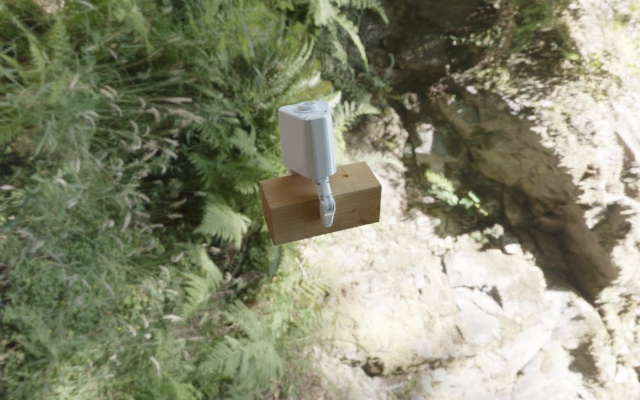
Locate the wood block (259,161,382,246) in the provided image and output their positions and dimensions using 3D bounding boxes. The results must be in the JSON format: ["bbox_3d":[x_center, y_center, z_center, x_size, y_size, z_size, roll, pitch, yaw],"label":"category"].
[{"bbox_3d":[0.000,0.003,0.886,0.206,0.090,0.090,-12,40,-13],"label":"wood block"}]
